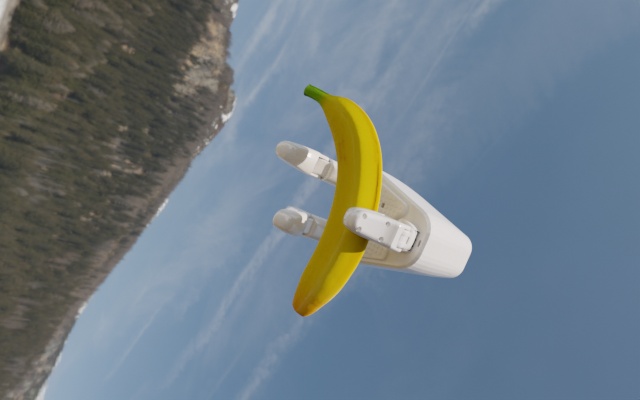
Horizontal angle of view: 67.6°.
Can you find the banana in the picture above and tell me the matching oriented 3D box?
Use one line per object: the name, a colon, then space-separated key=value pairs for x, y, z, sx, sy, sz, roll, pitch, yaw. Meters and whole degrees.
banana: x=0.017 y=-0.003 z=0.396 sx=0.069 sy=0.197 sz=0.037 roll=-2 pitch=-13 yaw=28
